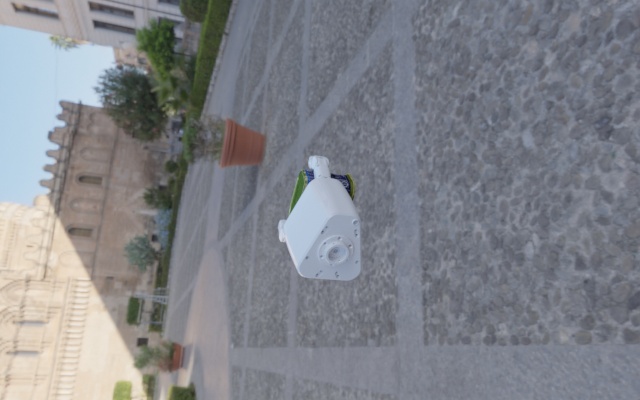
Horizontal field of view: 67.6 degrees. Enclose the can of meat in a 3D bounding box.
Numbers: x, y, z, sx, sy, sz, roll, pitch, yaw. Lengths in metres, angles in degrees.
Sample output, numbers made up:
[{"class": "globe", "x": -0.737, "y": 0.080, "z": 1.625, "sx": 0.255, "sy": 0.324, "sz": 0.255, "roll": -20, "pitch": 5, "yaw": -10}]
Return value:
[{"class": "can of meat", "x": 0.000, "y": 0.002, "z": 0.773, "sx": 0.084, "sy": 0.102, "sz": 0.057, "roll": 7, "pitch": 29, "yaw": -17}]
